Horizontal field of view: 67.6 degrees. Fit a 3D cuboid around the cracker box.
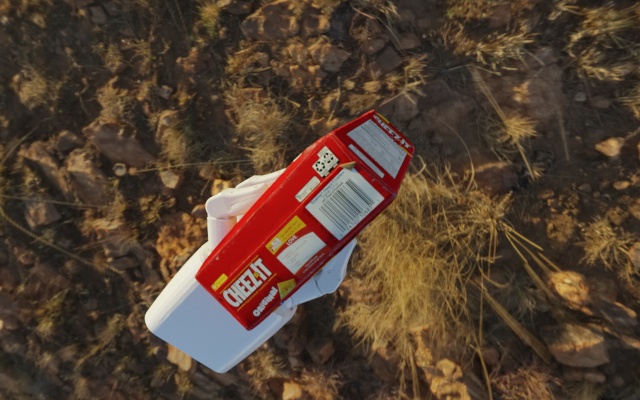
[{"bbox_3d":[0.000,0.002,0.441,0.164,0.072,0.213,-45,1,21],"label":"cracker box"}]
